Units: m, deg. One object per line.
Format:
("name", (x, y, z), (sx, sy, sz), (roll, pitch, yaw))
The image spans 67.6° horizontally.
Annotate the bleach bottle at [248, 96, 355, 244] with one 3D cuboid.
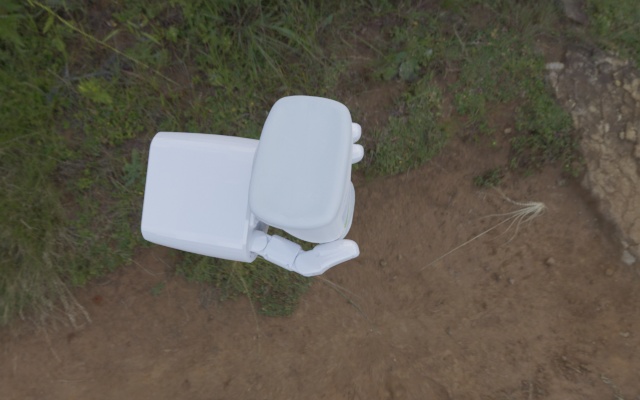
("bleach bottle", (0.000, 0.001, 0.449), (0.068, 0.102, 0.251), (9, -14, 9))
